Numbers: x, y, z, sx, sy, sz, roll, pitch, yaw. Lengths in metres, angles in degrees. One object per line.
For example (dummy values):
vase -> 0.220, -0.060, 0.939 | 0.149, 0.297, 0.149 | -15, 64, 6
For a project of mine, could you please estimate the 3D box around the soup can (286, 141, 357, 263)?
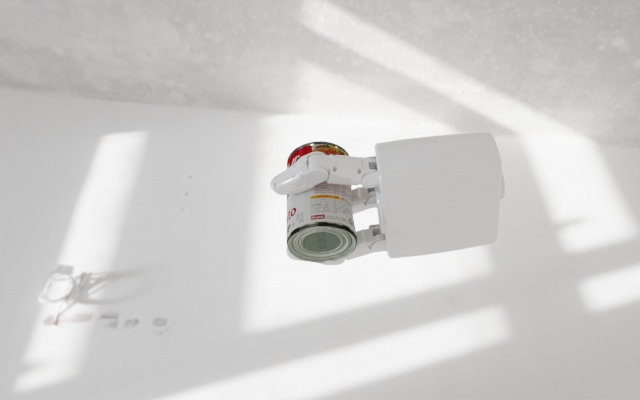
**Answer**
soup can -> 0.000, 0.002, 0.471 | 0.068, 0.102, 0.069 | -1, -37, -1
